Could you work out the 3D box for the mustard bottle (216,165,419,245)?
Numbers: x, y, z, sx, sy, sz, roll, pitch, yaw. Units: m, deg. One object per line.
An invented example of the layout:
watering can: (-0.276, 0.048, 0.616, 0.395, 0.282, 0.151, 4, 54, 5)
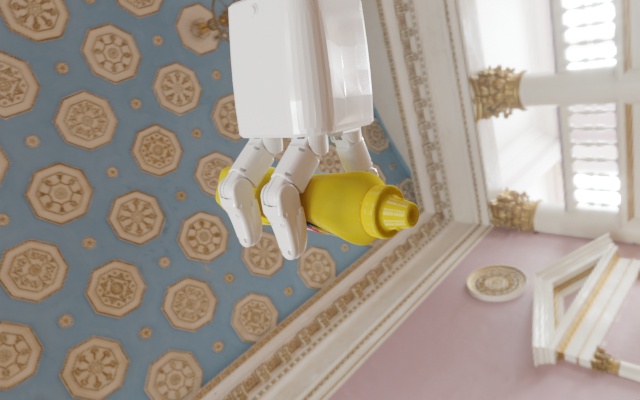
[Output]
mustard bottle: (0.000, 0.002, 0.411, 0.191, 0.058, 0.096, 7, -7, 45)
